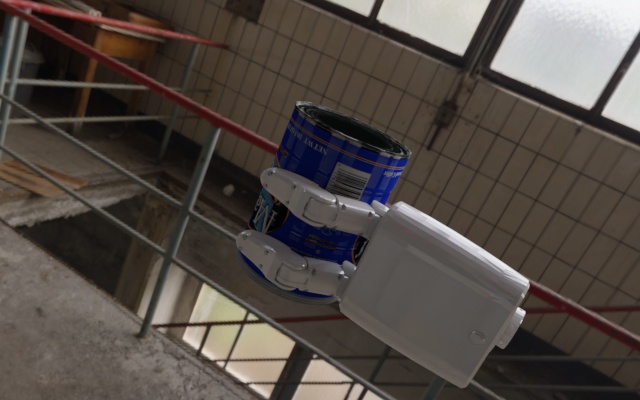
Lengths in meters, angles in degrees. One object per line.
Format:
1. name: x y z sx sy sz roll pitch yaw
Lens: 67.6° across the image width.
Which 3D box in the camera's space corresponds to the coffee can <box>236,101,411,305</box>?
1. coffee can: 0.000 0.001 0.407 0.103 0.140 0.102 21 18 -8
